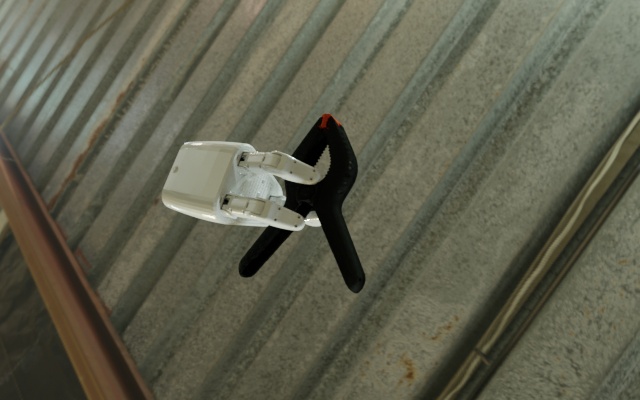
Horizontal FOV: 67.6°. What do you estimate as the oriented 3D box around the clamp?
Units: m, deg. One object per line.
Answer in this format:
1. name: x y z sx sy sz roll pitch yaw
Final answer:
1. clamp: 0.000 0.002 0.538 0.164 0.210 0.036 9 -15 36
